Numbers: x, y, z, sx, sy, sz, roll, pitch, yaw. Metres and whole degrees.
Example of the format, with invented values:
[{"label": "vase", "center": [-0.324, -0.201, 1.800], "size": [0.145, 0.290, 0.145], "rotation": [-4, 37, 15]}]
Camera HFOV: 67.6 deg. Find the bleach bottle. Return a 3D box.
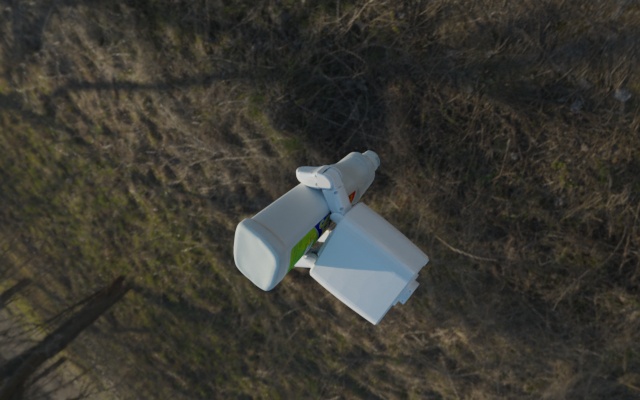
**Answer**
[{"label": "bleach bottle", "center": [0.000, 0.002, 0.613], "size": [0.068, 0.103, 0.250], "rotation": [38, 53, 15]}]
